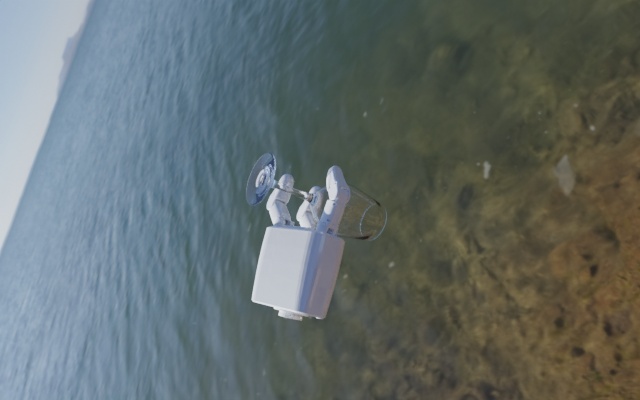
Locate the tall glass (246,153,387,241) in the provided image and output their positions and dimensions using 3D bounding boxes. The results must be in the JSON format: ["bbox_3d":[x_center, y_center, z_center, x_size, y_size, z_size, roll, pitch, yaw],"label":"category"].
[{"bbox_3d":[0.000,0.002,0.679,0.201,0.079,0.079,20,-11,-31],"label":"tall glass"}]
